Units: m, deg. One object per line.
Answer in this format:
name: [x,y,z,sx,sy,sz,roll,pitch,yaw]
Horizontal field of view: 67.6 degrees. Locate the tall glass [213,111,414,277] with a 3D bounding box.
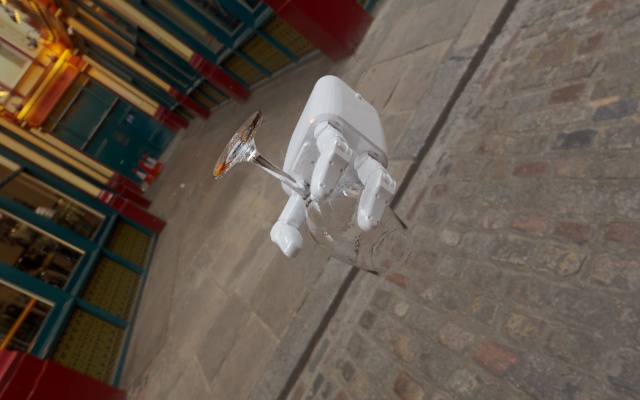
tall glass: [0.000,0.001,0.467,0.201,0.079,0.079,35,-15,-22]
